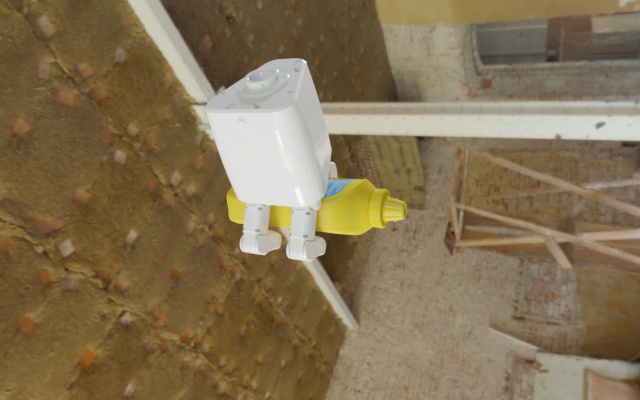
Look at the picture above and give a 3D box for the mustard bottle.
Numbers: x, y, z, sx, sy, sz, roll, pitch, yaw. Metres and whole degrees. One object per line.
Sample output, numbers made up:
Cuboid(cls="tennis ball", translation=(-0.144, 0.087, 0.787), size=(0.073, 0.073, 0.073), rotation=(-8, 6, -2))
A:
Cuboid(cls="mustard bottle", translation=(0.000, 0.002, 0.529), size=(0.191, 0.058, 0.096), rotation=(5, 18, 25))
